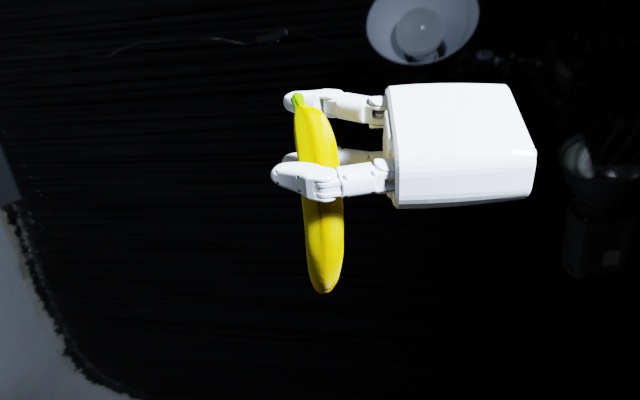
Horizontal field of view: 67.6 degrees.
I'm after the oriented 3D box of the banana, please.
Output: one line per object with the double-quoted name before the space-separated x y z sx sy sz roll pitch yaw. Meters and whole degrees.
"banana" 0.001 0.002 0.433 0.037 0.198 0.069 -6 12 -2
